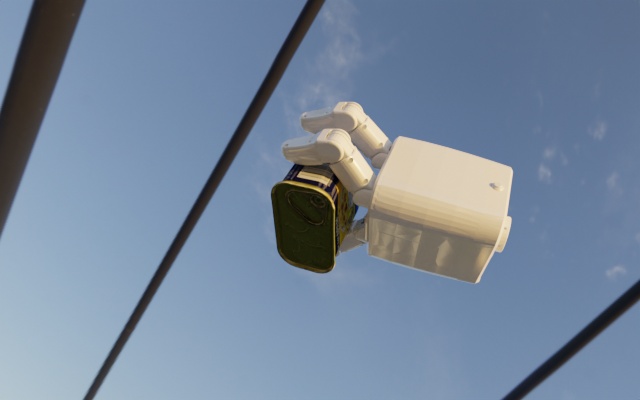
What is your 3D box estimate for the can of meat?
[{"bbox_3d":[0.000,0.001,0.444,0.057,0.102,0.084,13,43,17],"label":"can of meat"}]
